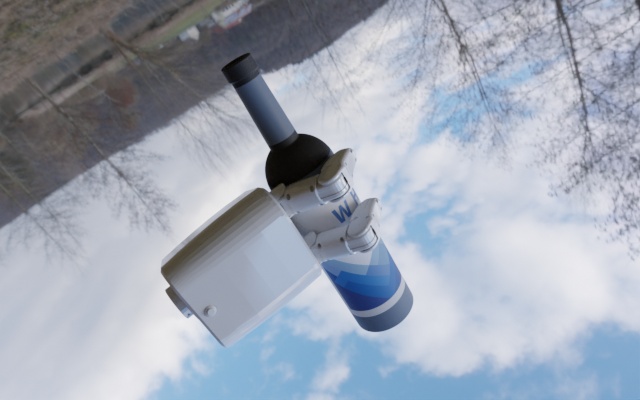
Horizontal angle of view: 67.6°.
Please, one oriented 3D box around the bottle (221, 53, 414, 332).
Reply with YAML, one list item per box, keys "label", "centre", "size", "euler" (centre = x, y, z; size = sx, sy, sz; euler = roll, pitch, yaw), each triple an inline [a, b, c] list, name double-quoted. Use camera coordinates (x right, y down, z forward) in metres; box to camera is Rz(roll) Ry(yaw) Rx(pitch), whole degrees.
- label: "bottle"
  centre: [0.000, 0.002, 0.448]
  size: [0.069, 0.296, 0.069]
  euler: [-25, 26, 13]
